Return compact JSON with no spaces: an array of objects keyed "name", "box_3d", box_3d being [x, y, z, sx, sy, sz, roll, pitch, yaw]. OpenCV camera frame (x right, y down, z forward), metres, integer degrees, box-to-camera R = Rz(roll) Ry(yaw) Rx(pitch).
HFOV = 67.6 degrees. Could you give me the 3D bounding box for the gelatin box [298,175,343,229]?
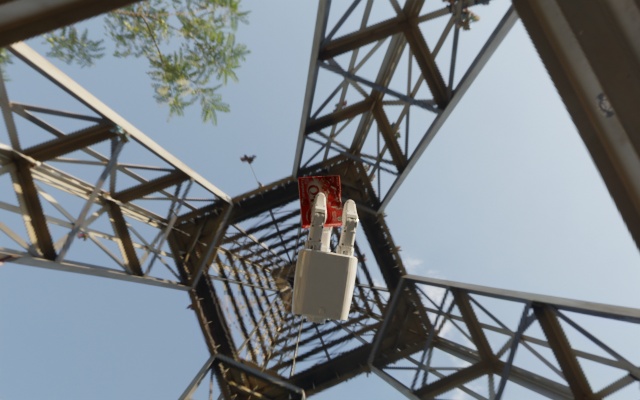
[{"name":"gelatin box","box_3d":[0.000,0.003,0.839,0.073,0.089,0.030,-4,-14,-4]}]
